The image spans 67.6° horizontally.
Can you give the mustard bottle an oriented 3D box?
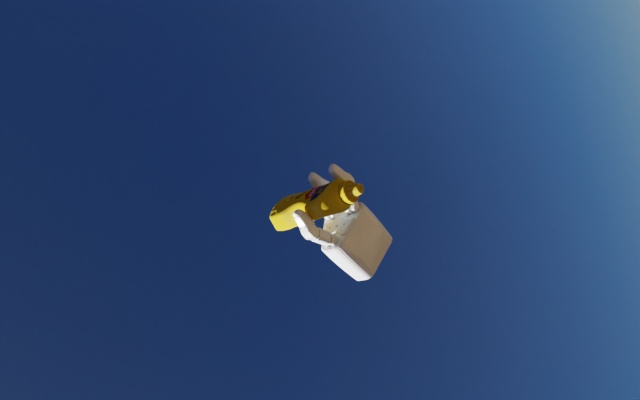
[{"bbox_3d":[0.000,0.003,0.868,0.191,0.058,0.096,-18,14,41],"label":"mustard bottle"}]
